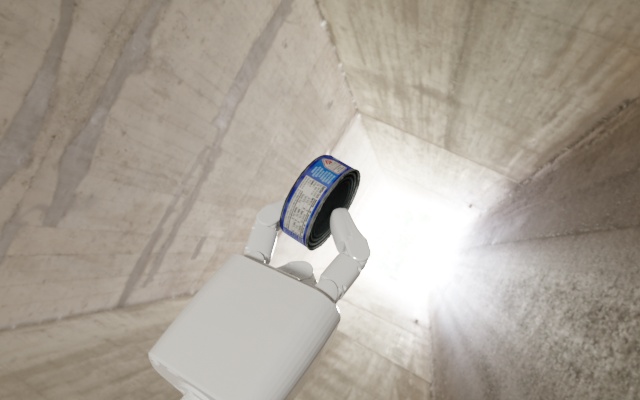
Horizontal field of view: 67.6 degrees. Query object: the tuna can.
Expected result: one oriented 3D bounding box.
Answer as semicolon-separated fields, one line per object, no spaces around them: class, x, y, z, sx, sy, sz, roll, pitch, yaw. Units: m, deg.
tuna can;0.000;0.001;0.441;0.033;0.086;0.086;31;10;18
